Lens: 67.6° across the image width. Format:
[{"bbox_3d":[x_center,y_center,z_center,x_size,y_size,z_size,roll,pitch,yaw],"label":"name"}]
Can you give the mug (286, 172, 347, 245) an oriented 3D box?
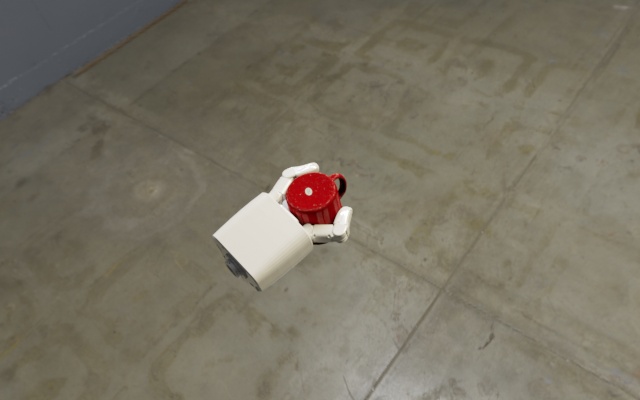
[{"bbox_3d":[0.001,0.001,0.763,0.093,0.117,0.082,34,-24,33],"label":"mug"}]
